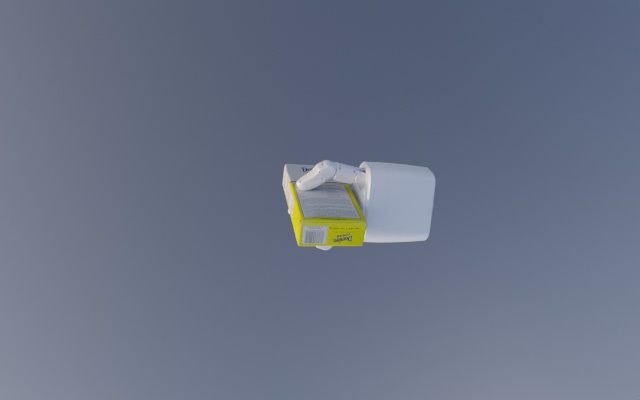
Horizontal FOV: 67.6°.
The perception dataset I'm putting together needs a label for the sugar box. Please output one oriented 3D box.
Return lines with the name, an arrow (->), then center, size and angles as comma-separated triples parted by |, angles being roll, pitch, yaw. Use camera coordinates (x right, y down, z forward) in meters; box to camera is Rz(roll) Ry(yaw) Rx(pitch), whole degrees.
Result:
sugar box -> 0.000, 0.003, 0.706 | 0.093, 0.048, 0.176 | 2, 26, -12
